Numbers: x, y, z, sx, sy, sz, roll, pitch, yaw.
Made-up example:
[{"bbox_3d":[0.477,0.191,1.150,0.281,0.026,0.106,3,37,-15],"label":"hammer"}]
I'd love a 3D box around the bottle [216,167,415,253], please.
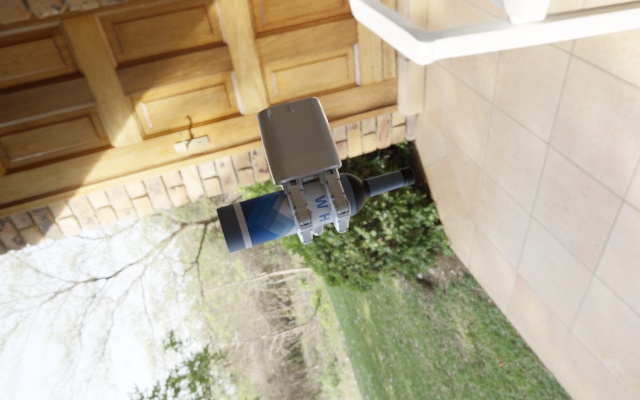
[{"bbox_3d":[0.000,0.002,0.703,0.295,0.069,0.069,-16,3,-11],"label":"bottle"}]
